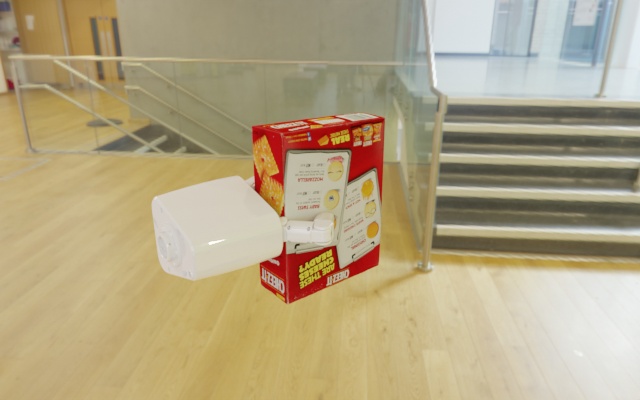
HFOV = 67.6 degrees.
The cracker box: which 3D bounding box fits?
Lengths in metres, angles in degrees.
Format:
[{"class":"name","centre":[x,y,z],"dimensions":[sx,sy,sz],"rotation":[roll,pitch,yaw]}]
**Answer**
[{"class":"cracker box","centre":[0.000,0.002,0.616],"dimensions":[0.164,0.214,0.072],"rotation":[-16,25,-36]}]
